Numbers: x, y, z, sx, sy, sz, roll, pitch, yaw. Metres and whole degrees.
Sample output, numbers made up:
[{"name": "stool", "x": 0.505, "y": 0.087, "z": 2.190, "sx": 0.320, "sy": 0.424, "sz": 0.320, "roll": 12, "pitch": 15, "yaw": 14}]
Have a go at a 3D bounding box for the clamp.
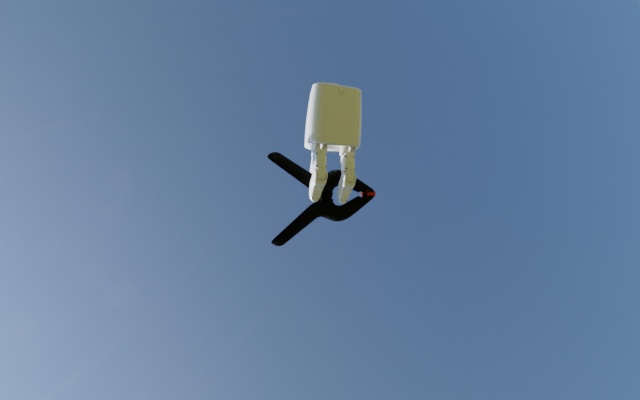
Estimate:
[{"name": "clamp", "x": 0.000, "y": 0.003, "z": 0.870, "sx": 0.210, "sy": 0.164, "sz": 0.036, "roll": 4, "pitch": 2, "yaw": -22}]
